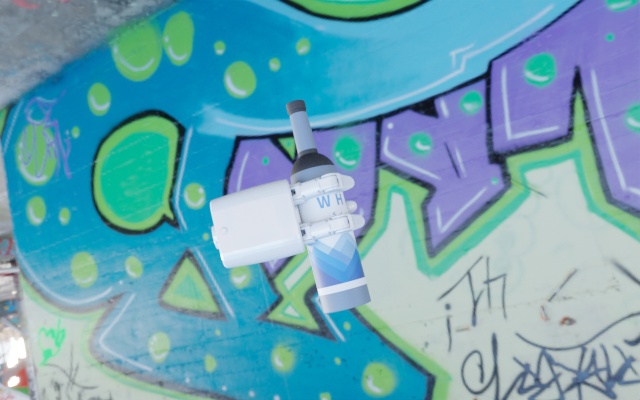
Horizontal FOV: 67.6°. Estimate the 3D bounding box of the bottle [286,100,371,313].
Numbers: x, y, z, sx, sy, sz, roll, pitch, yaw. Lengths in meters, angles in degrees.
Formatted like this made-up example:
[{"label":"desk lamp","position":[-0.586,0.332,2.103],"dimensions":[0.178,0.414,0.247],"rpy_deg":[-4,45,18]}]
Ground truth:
[{"label":"bottle","position":[0.000,0.002,0.662],"dimensions":[0.069,0.295,0.069],"rpy_deg":[-14,-8,-2]}]
